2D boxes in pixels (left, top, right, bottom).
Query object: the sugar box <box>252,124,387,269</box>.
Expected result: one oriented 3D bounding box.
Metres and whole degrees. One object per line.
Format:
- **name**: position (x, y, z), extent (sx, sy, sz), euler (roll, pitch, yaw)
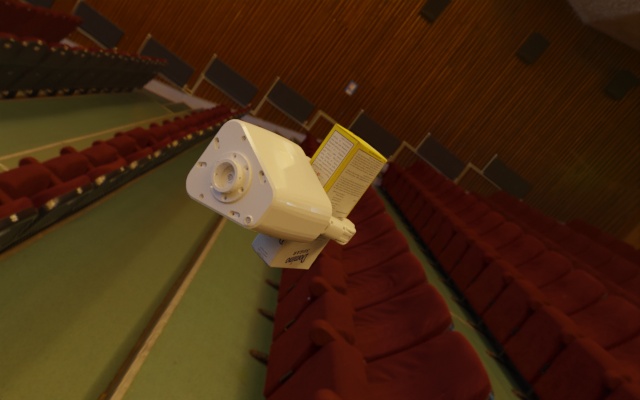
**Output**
- **sugar box**: position (0.000, 0.001, 0.573), extent (0.048, 0.176, 0.093), euler (44, 12, 28)
